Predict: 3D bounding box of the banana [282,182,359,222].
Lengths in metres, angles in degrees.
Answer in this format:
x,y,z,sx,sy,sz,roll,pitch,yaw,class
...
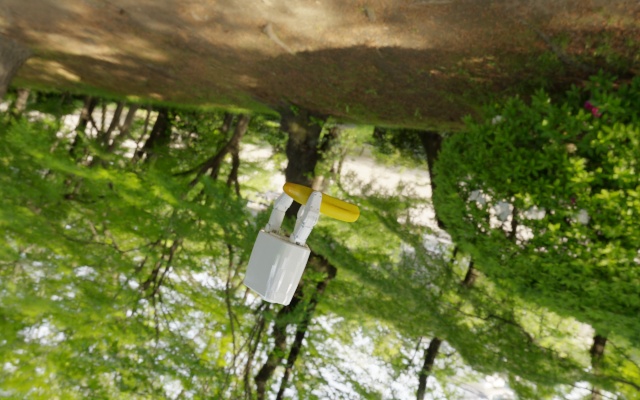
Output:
x,y,z,sx,sy,sz,roll,pitch,yaw,class
0.015,0.009,0.888,0.069,0.037,0.198,22,2,43,banana
